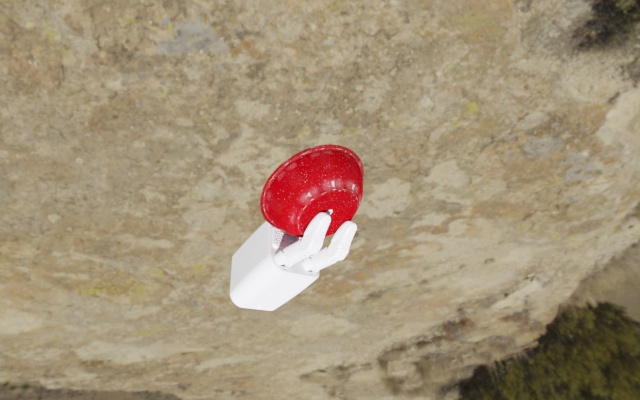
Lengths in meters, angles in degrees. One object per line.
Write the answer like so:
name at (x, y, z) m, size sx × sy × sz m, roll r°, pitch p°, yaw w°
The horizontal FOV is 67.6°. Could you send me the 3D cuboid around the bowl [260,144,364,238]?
bowl at (0.001, 0.001, 0.667) m, size 0.162 × 0.162 × 0.055 m, roll 0°, pitch 41°, yaw -33°
